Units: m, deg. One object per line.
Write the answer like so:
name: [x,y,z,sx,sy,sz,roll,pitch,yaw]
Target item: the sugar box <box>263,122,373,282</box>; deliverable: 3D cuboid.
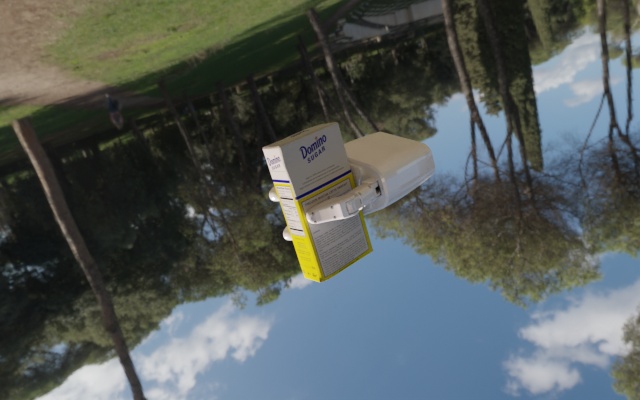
sugar box: [0.000,0.002,0.588,0.093,0.176,0.048,-27,18,-33]
